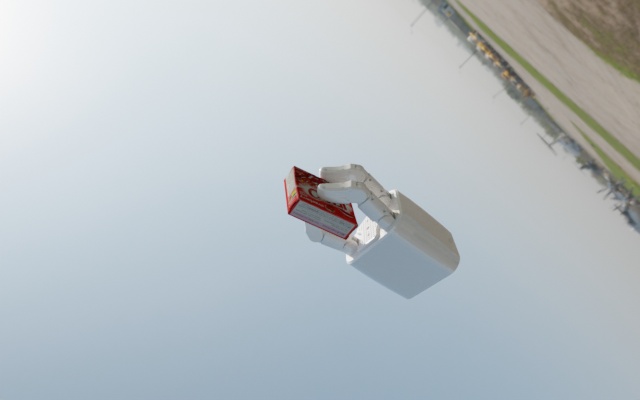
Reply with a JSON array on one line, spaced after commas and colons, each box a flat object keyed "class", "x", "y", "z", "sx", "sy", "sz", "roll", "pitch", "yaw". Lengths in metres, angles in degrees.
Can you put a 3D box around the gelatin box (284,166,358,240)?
[{"class": "gelatin box", "x": 0.000, "y": 0.002, "z": 0.597, "sx": 0.089, "sy": 0.030, "sz": 0.073, "roll": 24, "pitch": 29, "yaw": -24}]
